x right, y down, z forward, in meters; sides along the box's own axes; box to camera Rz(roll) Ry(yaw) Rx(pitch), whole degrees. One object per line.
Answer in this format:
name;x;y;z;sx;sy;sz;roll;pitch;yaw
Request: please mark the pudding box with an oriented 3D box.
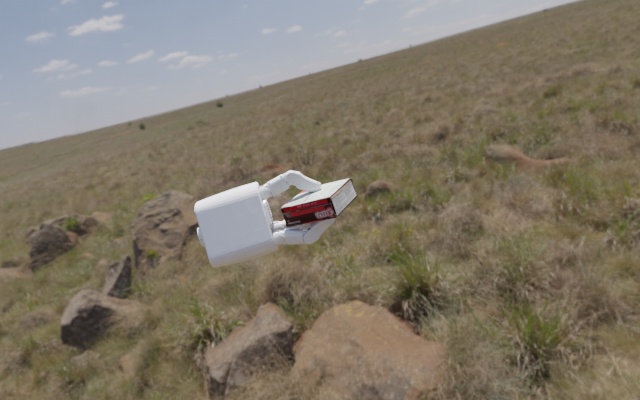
pudding box;0.000;0.002;0.773;0.090;0.039;0.113;-11;15;25
